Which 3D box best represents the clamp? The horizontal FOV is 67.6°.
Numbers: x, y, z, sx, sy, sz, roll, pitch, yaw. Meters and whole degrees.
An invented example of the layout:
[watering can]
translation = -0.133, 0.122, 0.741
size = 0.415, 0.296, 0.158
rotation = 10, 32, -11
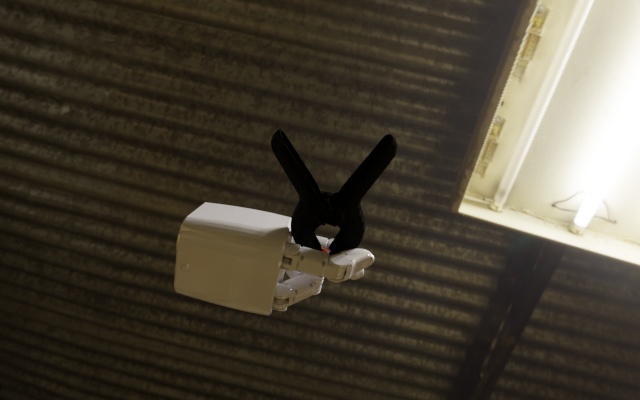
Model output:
[clamp]
translation = 0.000, 0.001, 0.492
size = 0.120, 0.171, 0.039
rotation = 13, 28, -2
